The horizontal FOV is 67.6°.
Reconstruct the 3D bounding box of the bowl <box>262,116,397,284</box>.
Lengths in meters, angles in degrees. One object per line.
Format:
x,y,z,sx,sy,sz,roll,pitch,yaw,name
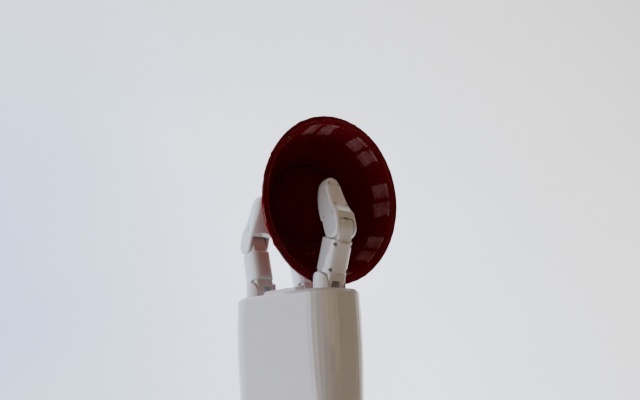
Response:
0.000,0.000,0.473,0.162,0.162,0.055,0,-5,-37,bowl
